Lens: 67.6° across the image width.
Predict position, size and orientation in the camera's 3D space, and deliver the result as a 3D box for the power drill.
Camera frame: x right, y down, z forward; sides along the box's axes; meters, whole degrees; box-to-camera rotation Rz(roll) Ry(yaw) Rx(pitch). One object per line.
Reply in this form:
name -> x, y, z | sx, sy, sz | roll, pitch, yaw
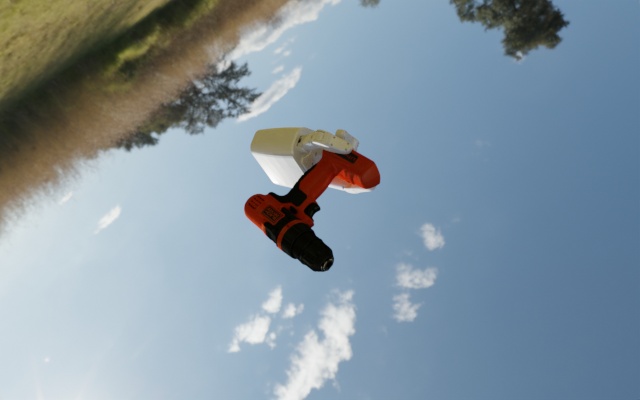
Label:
power drill -> 0.000, 0.002, 0.711 | 0.187, 0.057, 0.184 | -41, 51, -18
